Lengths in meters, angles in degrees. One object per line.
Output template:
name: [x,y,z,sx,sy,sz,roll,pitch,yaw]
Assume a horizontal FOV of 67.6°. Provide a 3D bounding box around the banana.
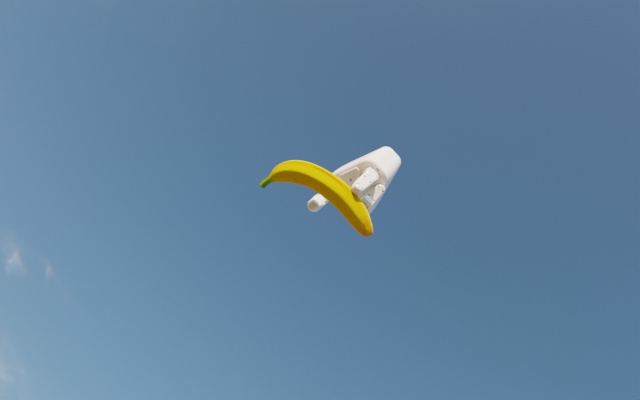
banana: [0.002,-0.015,0.742,0.198,0.070,0.037,26,29,14]
